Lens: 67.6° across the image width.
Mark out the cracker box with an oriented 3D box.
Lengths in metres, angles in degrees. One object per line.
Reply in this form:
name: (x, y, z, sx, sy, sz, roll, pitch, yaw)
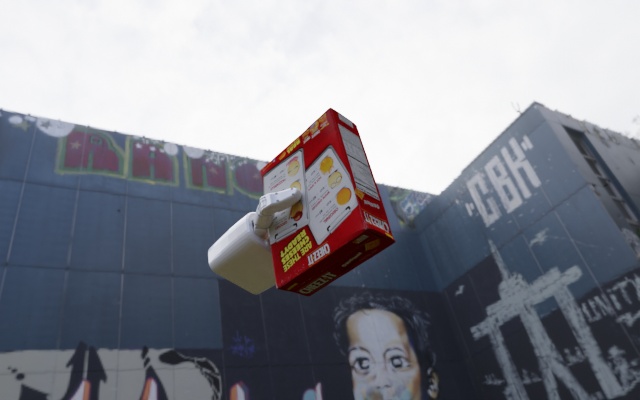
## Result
cracker box: (0.000, 0.002, 0.676, 0.072, 0.213, 0.164, 23, -49, -40)
